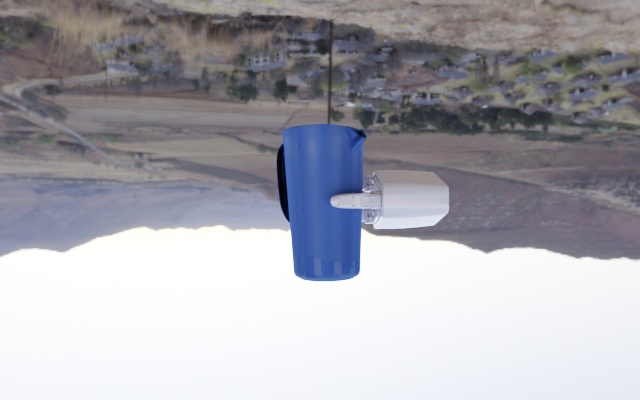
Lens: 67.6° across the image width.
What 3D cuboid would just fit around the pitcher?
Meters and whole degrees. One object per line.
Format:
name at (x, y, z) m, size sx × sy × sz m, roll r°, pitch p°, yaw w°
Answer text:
pitcher at (0.000, 0.003, 0.774) m, size 0.145 × 0.243 × 0.149 m, roll -1°, pitch 0°, yaw -3°
